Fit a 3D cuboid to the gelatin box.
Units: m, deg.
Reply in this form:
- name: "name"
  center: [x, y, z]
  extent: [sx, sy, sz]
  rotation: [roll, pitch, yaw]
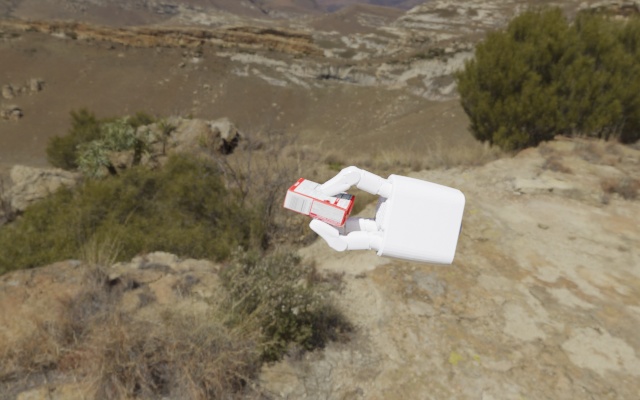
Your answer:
- name: "gelatin box"
  center: [0.000, 0.002, 0.681]
  extent: [0.089, 0.030, 0.073]
  rotation: [19, 19, 6]
